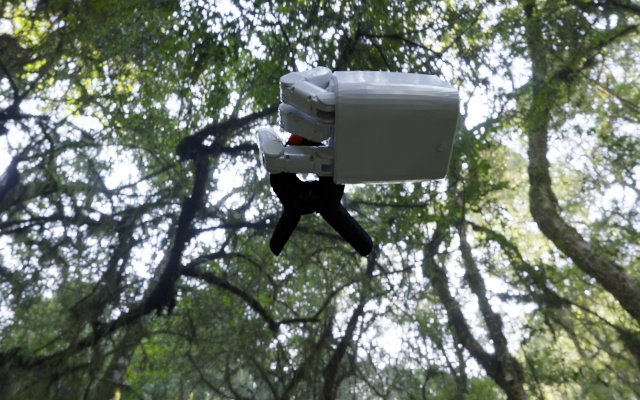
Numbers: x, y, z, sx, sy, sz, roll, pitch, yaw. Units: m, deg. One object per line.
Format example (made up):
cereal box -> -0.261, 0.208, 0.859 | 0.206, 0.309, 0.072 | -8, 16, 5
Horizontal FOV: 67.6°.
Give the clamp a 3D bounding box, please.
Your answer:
clamp -> 0.000, 0.001, 0.512 | 0.120, 0.172, 0.039 | 2, 42, 2
